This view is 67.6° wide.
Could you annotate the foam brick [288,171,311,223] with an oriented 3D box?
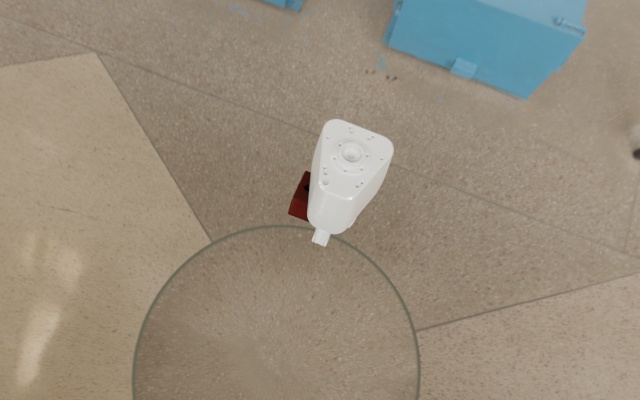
[{"bbox_3d":[0.000,0.002,0.692,0.078,0.053,0.051,22,-32,3],"label":"foam brick"}]
